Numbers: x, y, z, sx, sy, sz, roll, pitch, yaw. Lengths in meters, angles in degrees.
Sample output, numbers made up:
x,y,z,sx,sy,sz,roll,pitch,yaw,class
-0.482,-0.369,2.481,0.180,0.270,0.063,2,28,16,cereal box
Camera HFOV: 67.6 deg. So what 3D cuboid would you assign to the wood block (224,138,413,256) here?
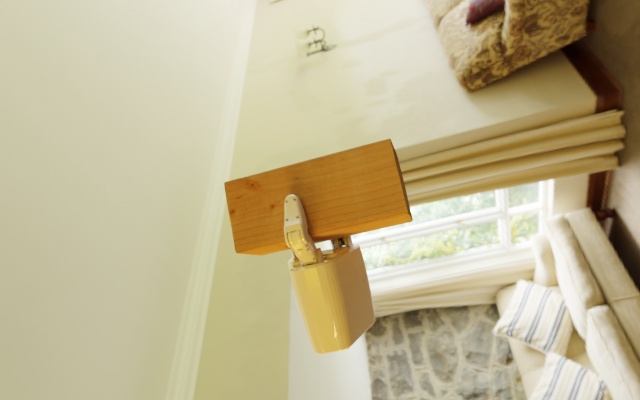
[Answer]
x,y,z,sx,sy,sz,roll,pitch,yaw,class
0.000,0.002,0.587,0.206,0.090,0.091,-14,-11,12,wood block
